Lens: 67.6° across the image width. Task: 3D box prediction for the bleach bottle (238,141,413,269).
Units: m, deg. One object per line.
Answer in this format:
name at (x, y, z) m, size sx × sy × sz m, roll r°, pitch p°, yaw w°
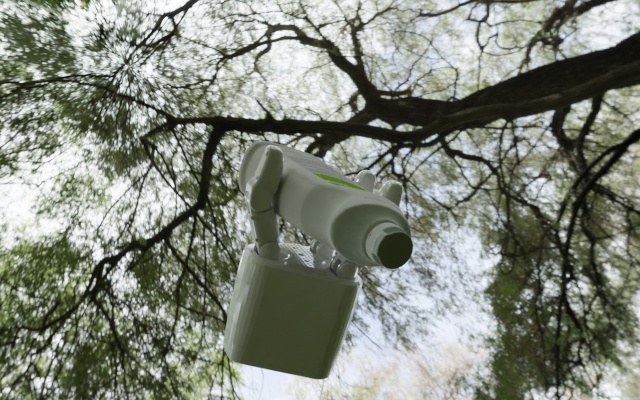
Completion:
bleach bottle at (0.000, 0.001, 0.442) m, size 0.102 × 0.068 × 0.250 m, roll 12°, pitch 10°, yaw -24°
